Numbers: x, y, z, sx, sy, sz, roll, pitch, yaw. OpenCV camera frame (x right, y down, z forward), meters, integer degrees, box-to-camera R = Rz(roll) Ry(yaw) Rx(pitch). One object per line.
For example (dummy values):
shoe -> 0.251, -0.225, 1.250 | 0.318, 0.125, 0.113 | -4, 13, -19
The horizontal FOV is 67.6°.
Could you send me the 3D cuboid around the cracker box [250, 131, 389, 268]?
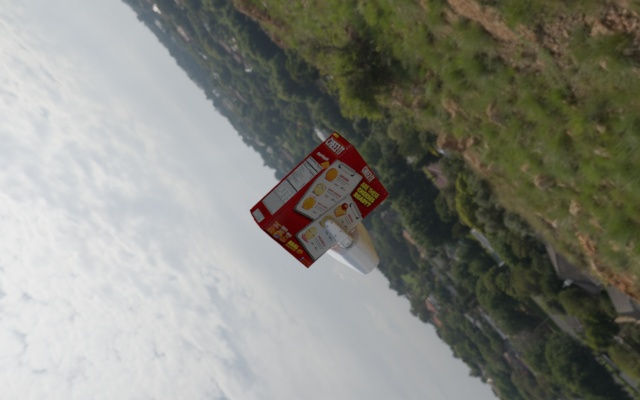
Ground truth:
cracker box -> 0.000, 0.003, 0.882 | 0.164, 0.213, 0.072 | 47, 0, -45
